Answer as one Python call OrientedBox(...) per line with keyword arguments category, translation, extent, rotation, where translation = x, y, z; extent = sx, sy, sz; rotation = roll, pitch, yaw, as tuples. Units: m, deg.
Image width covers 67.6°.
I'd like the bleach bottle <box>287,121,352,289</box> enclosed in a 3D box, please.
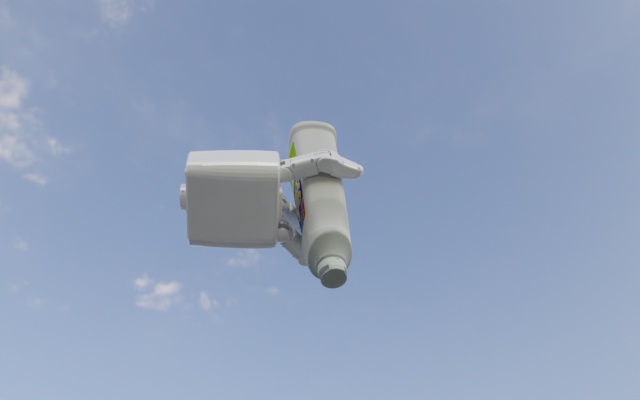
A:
OrientedBox(category="bleach bottle", translation=(0.000, 0.002, 0.590), extent=(0.068, 0.103, 0.250), rotation=(1, 35, -9))
